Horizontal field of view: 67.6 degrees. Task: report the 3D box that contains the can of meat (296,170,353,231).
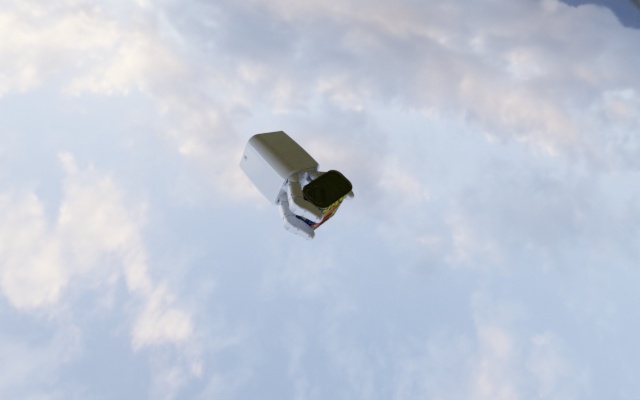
[{"bbox_3d":[0.000,0.003,0.875,0.102,0.057,0.084,-34,-18,-40],"label":"can of meat"}]
